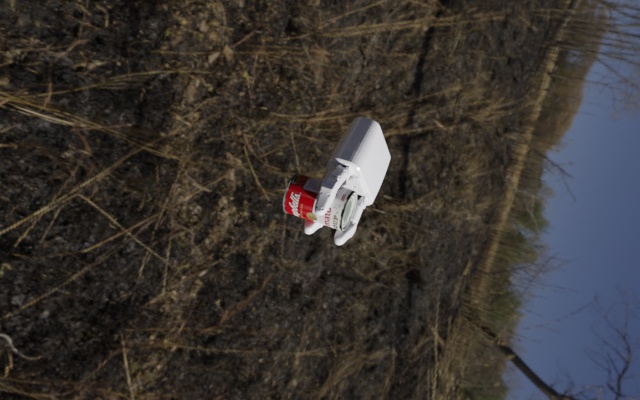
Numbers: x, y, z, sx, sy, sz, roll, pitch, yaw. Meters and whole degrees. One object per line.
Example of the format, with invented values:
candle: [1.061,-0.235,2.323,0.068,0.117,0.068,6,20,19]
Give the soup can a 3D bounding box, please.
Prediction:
soup can: [0.000,0.003,0.766,0.102,0.068,0.068,18,5,17]
